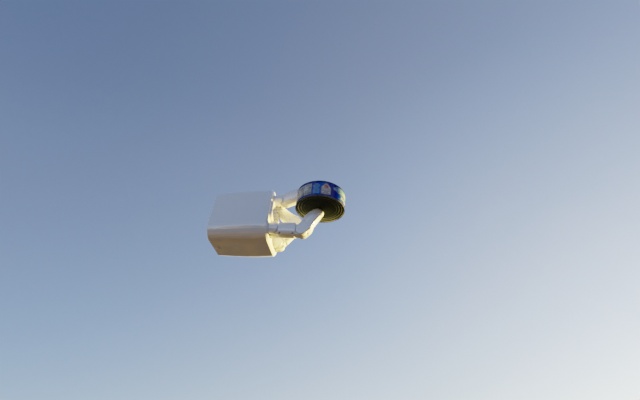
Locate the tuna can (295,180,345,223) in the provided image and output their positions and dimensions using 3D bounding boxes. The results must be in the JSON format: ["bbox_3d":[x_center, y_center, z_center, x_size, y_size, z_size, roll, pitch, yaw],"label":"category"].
[{"bbox_3d":[0.000,0.002,0.827,0.086,0.033,0.086,3,-34,2],"label":"tuna can"}]
